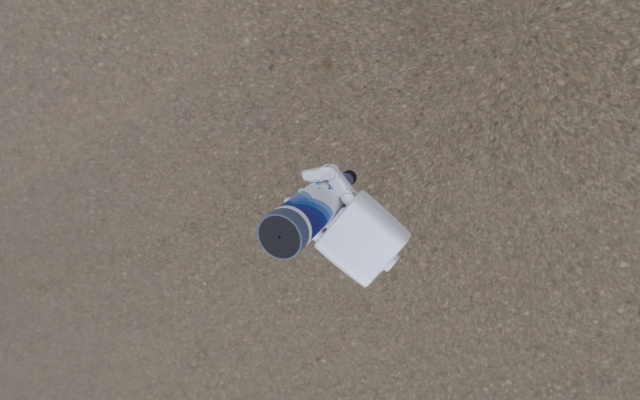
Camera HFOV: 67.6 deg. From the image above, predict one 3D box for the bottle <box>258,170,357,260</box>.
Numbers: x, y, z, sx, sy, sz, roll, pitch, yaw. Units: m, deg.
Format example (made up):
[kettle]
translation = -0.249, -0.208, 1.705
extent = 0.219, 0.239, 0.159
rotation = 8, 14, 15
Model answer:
[bottle]
translation = 0.000, 0.003, 0.761
extent = 0.069, 0.069, 0.295
rotation = 0, 18, 23
